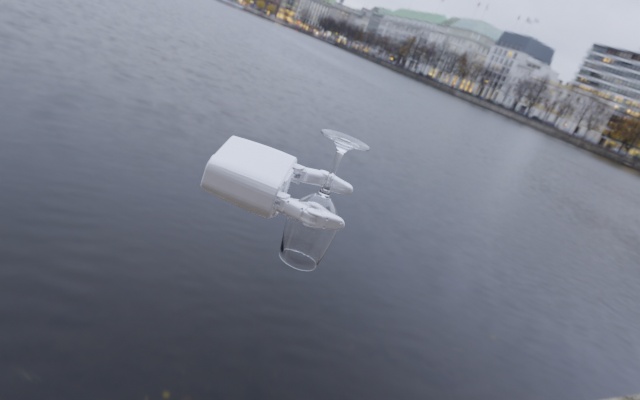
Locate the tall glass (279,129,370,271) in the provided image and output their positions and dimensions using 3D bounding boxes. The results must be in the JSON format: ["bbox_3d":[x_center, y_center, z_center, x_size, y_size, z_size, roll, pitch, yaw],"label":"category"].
[{"bbox_3d":[0.000,0.002,0.697,0.079,0.201,0.079,19,18,-6],"label":"tall glass"}]
